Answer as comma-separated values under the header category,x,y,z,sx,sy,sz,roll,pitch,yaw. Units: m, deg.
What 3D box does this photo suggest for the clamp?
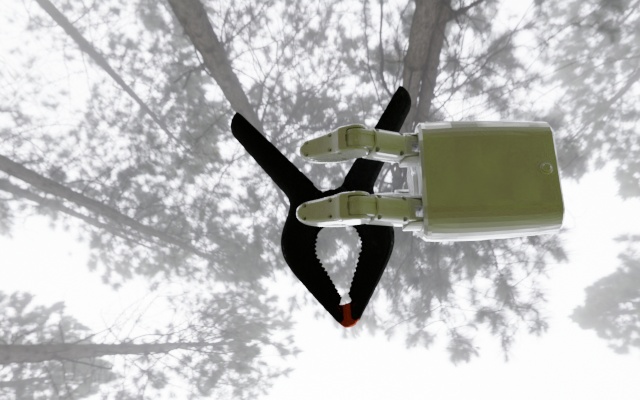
category,x,y,z,sx,sy,sz,roll,pitch,yaw
clamp,0.000,0.002,0.411,0.164,0.210,0.036,-2,-16,6
